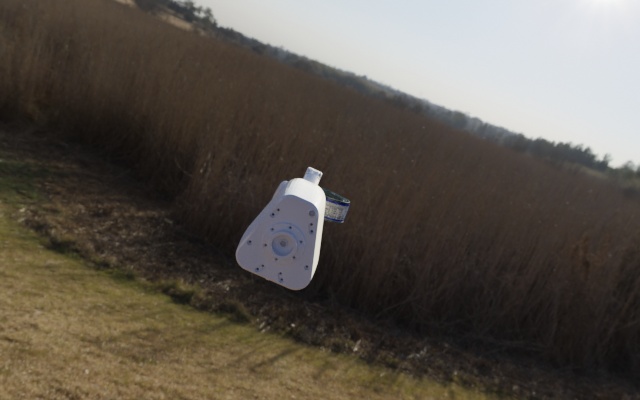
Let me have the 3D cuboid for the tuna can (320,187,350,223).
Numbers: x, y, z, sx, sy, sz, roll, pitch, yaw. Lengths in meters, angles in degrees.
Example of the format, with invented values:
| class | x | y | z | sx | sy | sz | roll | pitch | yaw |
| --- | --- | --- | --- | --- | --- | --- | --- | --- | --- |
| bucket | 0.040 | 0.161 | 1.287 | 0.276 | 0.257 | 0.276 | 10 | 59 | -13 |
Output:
| class | x | y | z | sx | sy | sz | roll | pitch | yaw |
| --- | --- | --- | --- | --- | --- | --- | --- | --- | --- |
| tuna can | 0.000 | 0.002 | 0.716 | 0.086 | 0.034 | 0.086 | 21 | 8 | -3 |
